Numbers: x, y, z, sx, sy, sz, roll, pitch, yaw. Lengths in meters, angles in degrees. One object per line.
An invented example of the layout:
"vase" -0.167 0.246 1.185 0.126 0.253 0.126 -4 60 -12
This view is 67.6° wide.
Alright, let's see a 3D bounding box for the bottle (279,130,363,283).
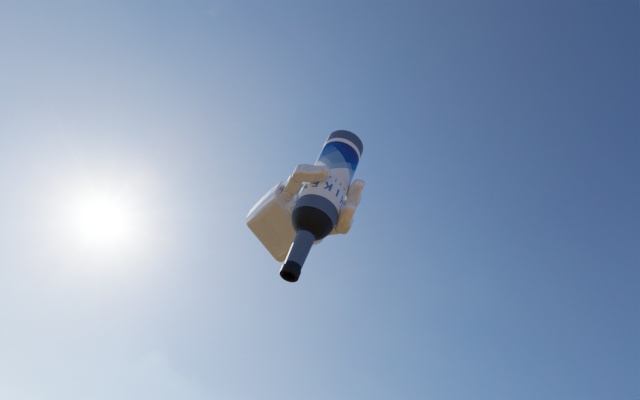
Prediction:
"bottle" 0.000 0.002 0.738 0.069 0.069 0.295 0 42 23
